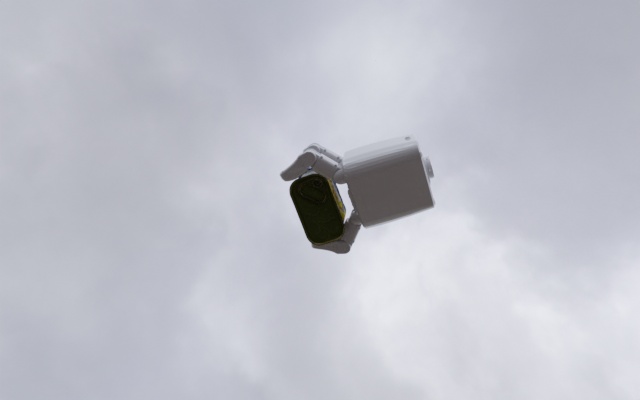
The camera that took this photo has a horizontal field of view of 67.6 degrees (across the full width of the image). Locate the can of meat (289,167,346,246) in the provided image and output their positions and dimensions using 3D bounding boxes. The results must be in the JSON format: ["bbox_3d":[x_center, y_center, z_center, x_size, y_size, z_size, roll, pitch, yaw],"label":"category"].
[{"bbox_3d":[0.000,0.002,0.701,0.057,0.102,0.084,-18,13,12],"label":"can of meat"}]
